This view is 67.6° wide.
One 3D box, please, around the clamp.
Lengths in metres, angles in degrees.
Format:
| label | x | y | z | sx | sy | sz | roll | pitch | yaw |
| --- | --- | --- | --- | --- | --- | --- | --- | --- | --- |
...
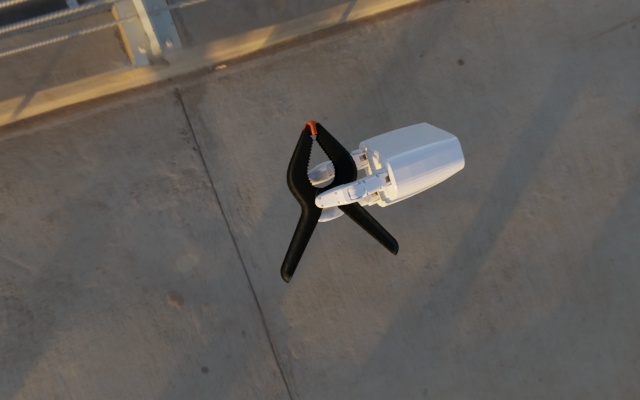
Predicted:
| label | x | y | z | sx | sy | sz | roll | pitch | yaw |
| --- | --- | --- | --- | --- | --- | --- | --- | --- | --- |
| clamp | 0.000 | 0.002 | 0.633 | 0.164 | 0.210 | 0.036 | -20 | 8 | -8 |
